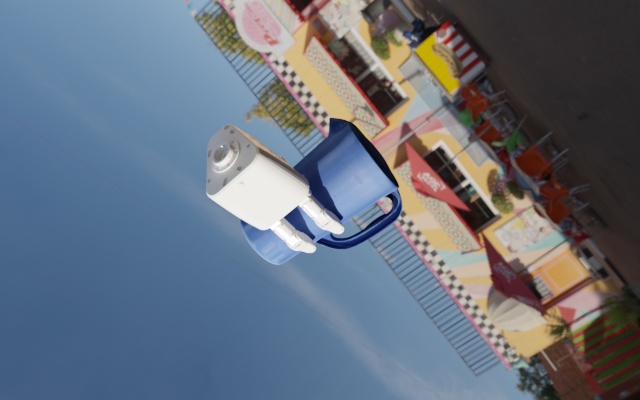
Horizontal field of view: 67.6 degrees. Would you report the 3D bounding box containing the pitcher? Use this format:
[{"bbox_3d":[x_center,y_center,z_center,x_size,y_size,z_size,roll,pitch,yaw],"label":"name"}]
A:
[{"bbox_3d":[0.000,0.002,0.760,0.243,0.149,0.145,-38,-40,14],"label":"pitcher"}]
